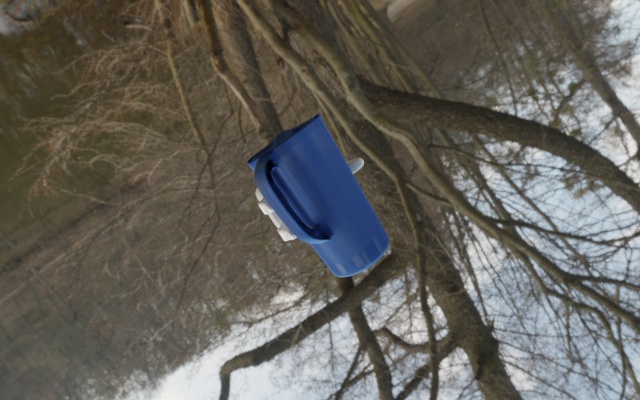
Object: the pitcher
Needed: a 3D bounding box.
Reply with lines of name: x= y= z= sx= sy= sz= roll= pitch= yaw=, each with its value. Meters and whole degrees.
pitcher: x=0.000 y=0.002 z=0.745 sx=0.149 sy=0.243 sz=0.145 roll=-36 pitch=12 yaw=-11
